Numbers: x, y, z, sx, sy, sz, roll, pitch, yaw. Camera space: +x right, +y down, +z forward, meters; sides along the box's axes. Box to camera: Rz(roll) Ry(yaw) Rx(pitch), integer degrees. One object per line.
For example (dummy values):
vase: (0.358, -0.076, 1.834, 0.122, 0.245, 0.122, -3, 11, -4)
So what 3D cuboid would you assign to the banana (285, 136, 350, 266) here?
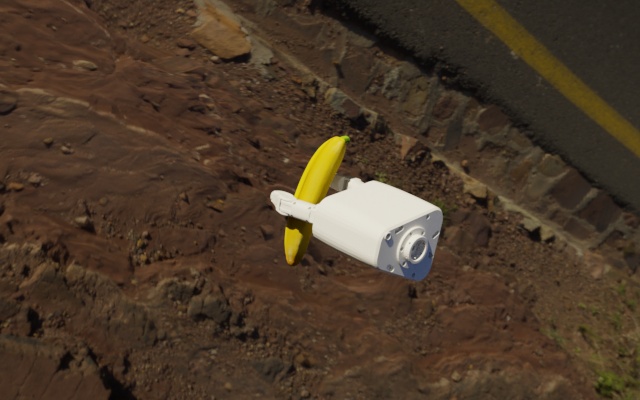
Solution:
banana: (-0.006, -0.007, 0.634, 0.037, 0.198, 0.070, 21, -7, 30)
